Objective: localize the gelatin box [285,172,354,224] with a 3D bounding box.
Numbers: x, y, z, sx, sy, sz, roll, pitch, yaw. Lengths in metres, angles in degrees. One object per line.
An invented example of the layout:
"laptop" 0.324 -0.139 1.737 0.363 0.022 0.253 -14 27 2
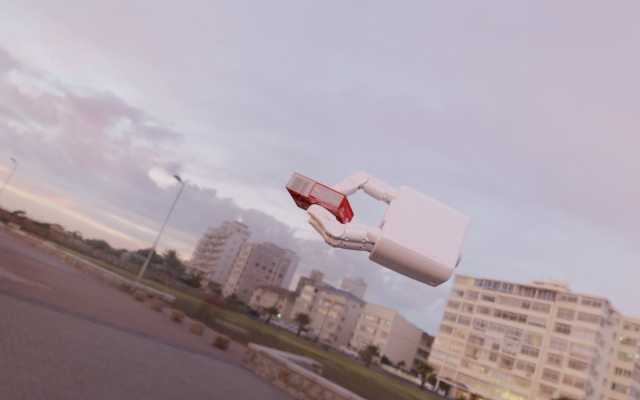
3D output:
"gelatin box" 0.000 0.002 0.686 0.089 0.030 0.073 25 -15 20
